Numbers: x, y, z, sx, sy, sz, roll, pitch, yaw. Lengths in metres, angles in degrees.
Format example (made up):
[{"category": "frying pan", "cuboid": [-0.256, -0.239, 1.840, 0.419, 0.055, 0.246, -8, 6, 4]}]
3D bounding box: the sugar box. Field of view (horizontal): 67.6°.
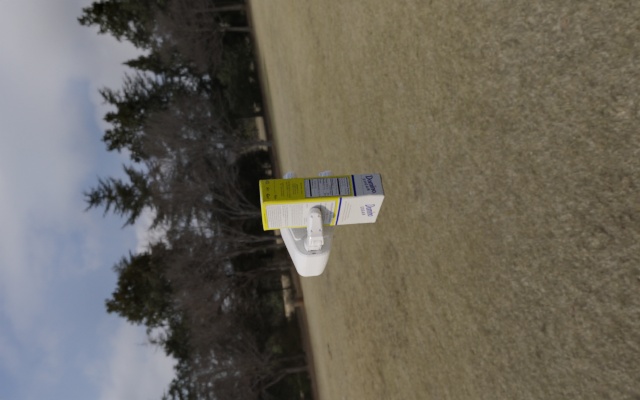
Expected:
[{"category": "sugar box", "cuboid": [0.000, 0.002, 0.714, 0.176, 0.048, 0.093, -5, -27, -7]}]
